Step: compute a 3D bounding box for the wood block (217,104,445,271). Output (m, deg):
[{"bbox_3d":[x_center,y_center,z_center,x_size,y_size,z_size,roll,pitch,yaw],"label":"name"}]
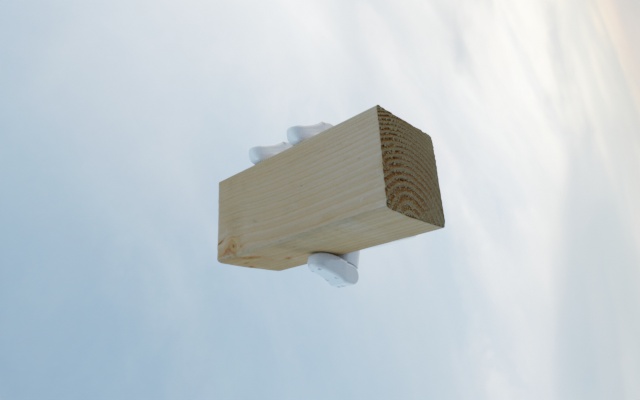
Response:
[{"bbox_3d":[0.000,0.002,0.455,0.206,0.090,0.090,-21,-26,38],"label":"wood block"}]
